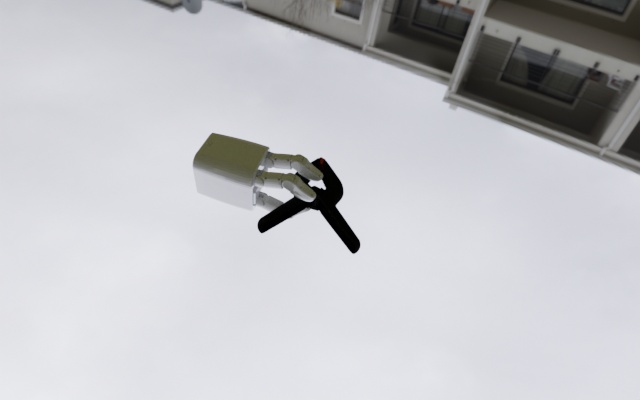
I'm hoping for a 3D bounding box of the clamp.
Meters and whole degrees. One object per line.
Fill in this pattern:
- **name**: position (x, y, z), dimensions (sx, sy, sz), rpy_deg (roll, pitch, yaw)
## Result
- **clamp**: position (0.000, 0.003, 0.811), dimensions (0.164, 0.036, 0.209), rpy_deg (18, 41, 0)
